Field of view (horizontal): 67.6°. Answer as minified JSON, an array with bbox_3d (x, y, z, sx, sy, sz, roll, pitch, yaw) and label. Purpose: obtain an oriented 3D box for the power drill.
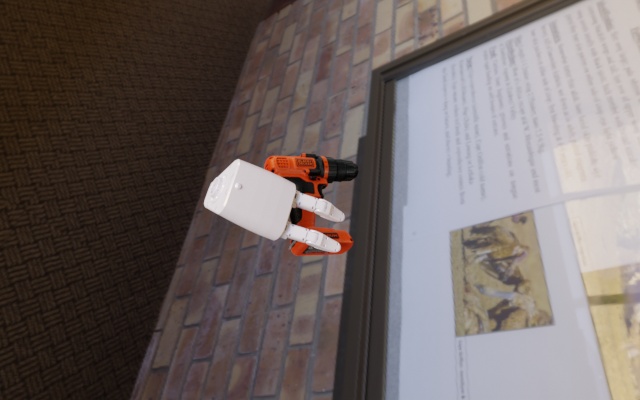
[{"bbox_3d":[0.000,0.003,0.852,0.184,0.187,0.057,-1,-30,-23],"label":"power drill"}]
